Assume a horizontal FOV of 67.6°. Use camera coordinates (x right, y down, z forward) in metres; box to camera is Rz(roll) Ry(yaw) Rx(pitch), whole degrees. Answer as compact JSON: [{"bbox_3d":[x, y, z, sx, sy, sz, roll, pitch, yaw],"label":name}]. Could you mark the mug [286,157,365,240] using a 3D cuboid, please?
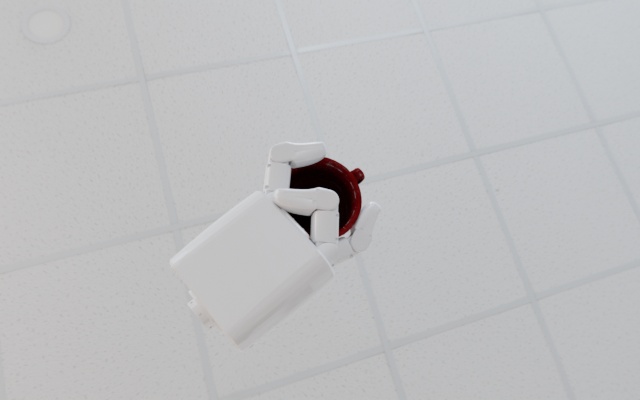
[{"bbox_3d":[0.001,0.001,0.535,0.117,0.093,0.081,-37,-8,-18],"label":"mug"}]
